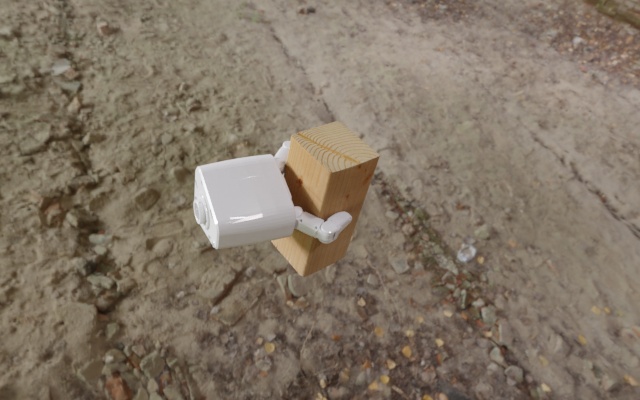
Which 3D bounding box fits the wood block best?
[{"bbox_3d":[0.000,0.003,0.699,0.090,0.206,0.090,-22,53,-35],"label":"wood block"}]
